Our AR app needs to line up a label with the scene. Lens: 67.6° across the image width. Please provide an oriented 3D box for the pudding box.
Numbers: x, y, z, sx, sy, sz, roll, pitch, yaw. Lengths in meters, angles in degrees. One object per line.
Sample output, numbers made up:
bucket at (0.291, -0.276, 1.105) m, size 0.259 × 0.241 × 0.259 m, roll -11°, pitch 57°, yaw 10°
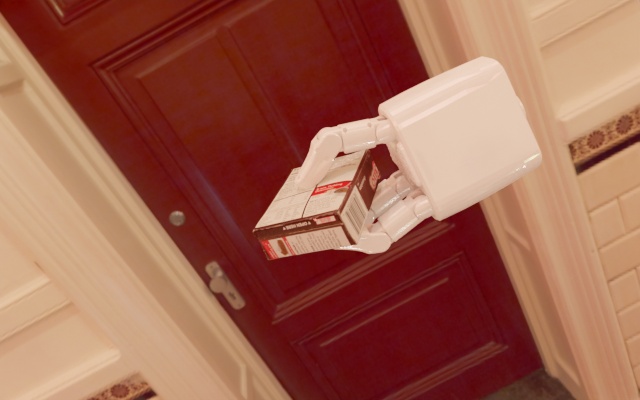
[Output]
pudding box at (0.000, 0.001, 0.444) m, size 0.090 × 0.039 × 0.113 m, roll -14°, pitch 26°, yaw 27°
